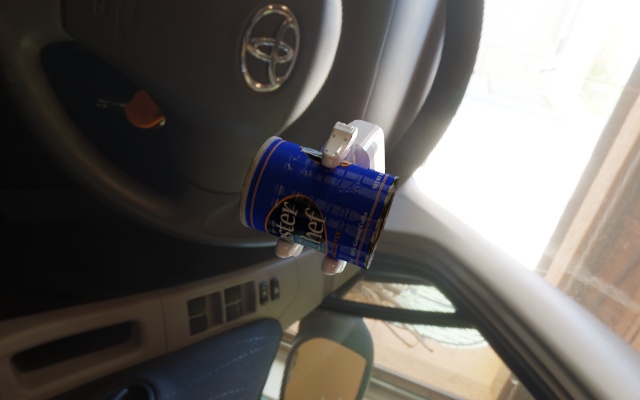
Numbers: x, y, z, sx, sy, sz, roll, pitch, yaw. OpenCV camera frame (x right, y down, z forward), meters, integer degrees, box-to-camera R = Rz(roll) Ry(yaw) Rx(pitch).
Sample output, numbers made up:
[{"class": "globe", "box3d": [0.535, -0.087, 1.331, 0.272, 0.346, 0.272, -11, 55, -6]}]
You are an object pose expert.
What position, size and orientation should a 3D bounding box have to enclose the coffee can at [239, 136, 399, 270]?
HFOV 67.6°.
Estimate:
[{"class": "coffee can", "box3d": [0.000, 0.002, 0.506, 0.140, 0.103, 0.103, 19, 4, 11]}]
